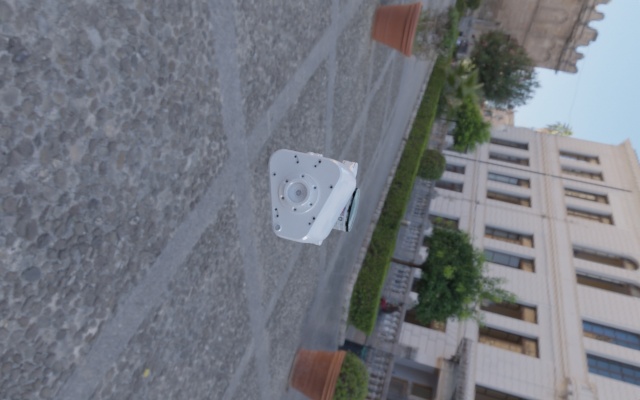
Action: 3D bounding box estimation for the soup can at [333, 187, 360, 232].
[{"bbox_3d":[0.000,0.002,0.697,0.102,0.068,0.068,13,3,11],"label":"soup can"}]
